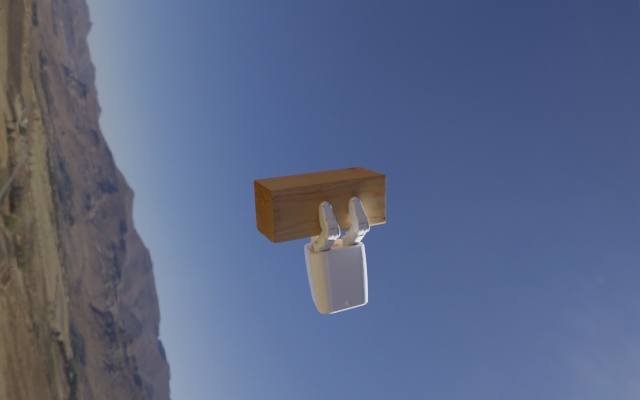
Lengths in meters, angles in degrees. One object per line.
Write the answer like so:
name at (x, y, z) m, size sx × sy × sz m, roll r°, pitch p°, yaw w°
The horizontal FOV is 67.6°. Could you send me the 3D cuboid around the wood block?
wood block at (0.000, 0.003, 0.814) m, size 0.206 × 0.090 × 0.091 m, roll -9°, pitch 16°, yaw -25°
